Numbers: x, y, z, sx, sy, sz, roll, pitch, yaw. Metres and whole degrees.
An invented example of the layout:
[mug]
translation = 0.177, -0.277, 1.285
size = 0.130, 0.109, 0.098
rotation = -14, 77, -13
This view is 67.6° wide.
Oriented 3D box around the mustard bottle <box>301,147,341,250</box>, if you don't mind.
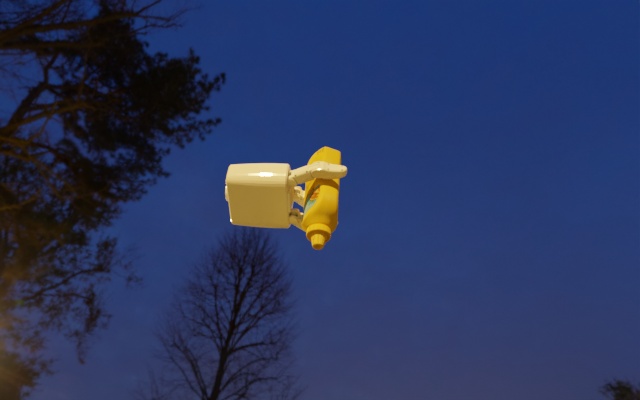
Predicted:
[mustard bottle]
translation = 0.000, 0.003, 0.834
size = 0.058, 0.191, 0.096
rotation = 18, -43, -16
